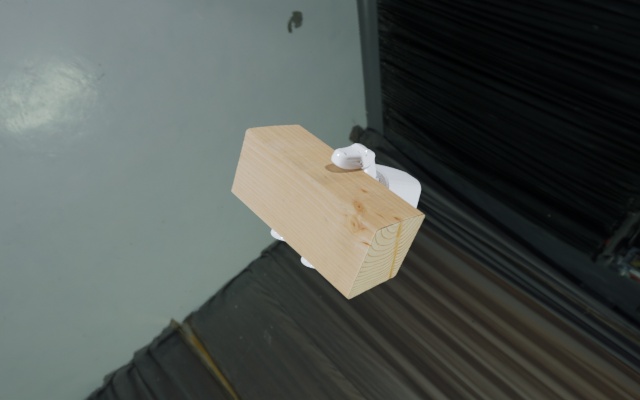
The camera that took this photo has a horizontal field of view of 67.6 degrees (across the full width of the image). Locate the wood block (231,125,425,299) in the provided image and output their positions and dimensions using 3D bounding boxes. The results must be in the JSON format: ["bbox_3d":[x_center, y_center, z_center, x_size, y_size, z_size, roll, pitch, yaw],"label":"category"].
[{"bbox_3d":[0.001,0.002,0.546,0.090,0.091,0.206,-14,43,-46],"label":"wood block"}]
